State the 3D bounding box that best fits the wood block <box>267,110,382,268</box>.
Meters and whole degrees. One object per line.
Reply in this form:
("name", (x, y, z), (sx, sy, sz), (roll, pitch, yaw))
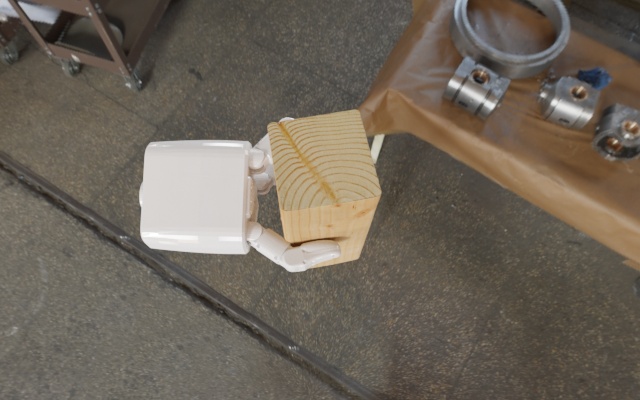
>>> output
("wood block", (0.000, 0.002, 0.518), (0.090, 0.090, 0.206), (-9, -22, -5))
